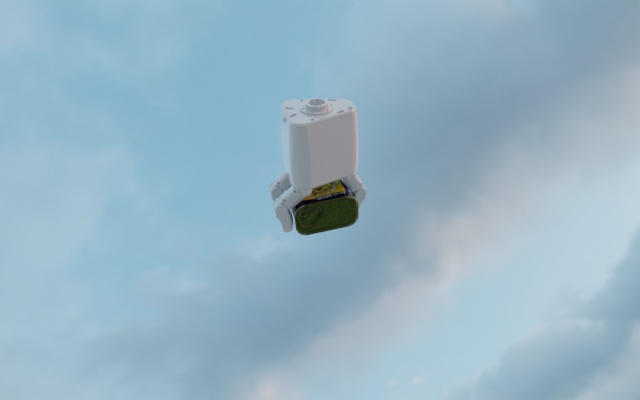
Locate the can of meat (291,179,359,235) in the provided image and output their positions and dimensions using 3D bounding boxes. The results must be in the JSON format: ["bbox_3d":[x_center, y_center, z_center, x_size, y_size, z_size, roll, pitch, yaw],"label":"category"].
[{"bbox_3d":[0.000,0.002,0.769,0.102,0.057,0.084,-12,36,-9],"label":"can of meat"}]
